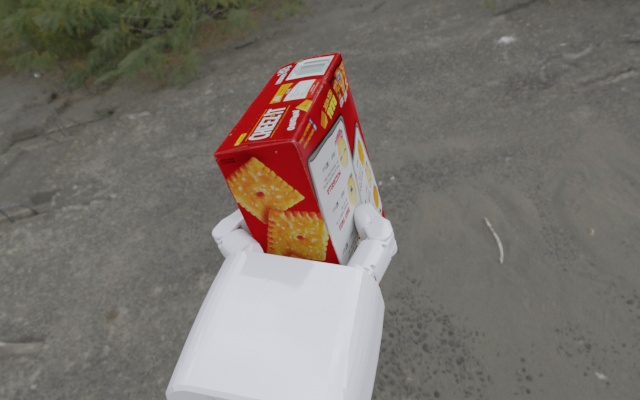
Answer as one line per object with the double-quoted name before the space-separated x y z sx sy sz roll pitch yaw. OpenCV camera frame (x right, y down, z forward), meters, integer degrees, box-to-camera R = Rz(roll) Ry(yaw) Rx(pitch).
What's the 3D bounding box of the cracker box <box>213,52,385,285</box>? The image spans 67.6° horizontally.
"cracker box" 0.000 0.001 0.432 0.072 0.214 0.164 -6 35 19
